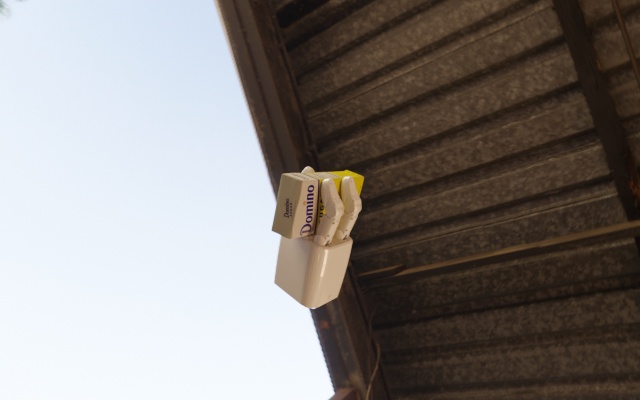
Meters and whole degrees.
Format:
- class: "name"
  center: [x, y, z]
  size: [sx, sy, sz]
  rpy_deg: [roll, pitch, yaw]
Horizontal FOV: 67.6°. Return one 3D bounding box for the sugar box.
- class: "sugar box"
  center: [0.001, 0.003, 0.764]
  size: [0.048, 0.093, 0.176]
  rpy_deg: [20, 17, 30]
